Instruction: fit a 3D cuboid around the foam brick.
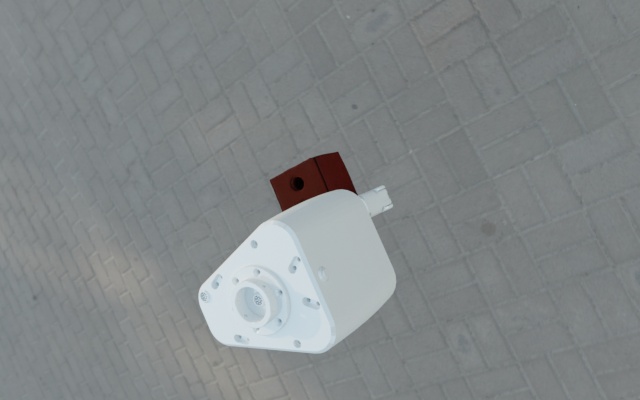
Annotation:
[{"bbox_3d":[0.000,0.001,0.436,0.053,0.078,0.051,-25,-2,31],"label":"foam brick"}]
